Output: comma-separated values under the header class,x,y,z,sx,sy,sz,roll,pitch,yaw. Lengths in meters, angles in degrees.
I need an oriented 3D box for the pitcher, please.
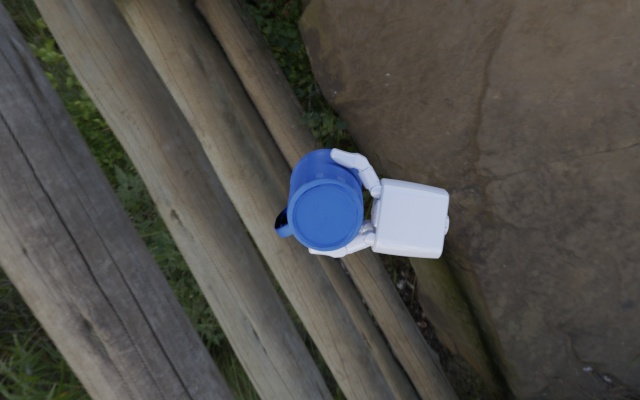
class,x,y,z,sx,sy,sz,roll,pitch,yaw
pitcher,0.000,0.003,0.778,0.145,0.149,0.242,10,13,-1
